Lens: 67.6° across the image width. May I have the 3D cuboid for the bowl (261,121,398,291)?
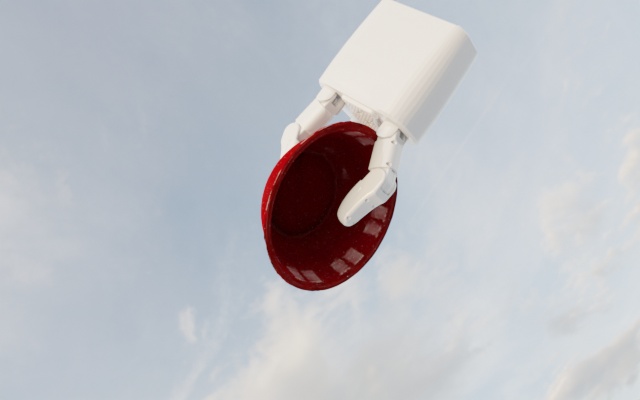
[{"bbox_3d":[-0.001,0.002,0.454,0.162,0.162,0.055,0,16,-42],"label":"bowl"}]
